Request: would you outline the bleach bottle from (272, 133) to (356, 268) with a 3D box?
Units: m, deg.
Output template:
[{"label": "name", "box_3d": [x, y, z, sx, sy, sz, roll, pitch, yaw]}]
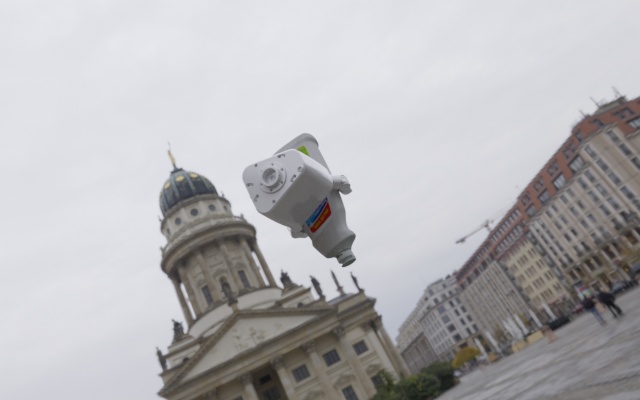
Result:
[{"label": "bleach bottle", "box_3d": [0.000, 0.003, 0.867, 0.102, 0.250, 0.068, -35, -25, 12]}]
